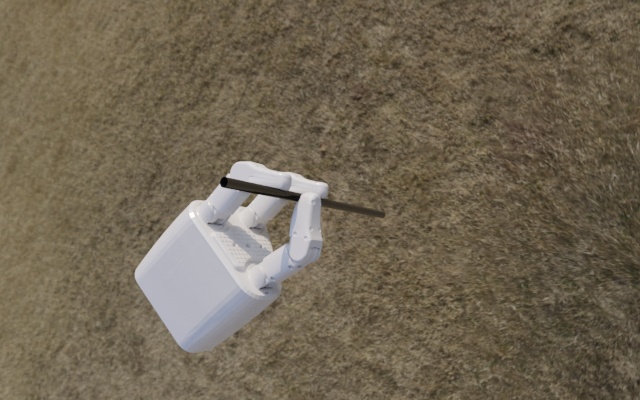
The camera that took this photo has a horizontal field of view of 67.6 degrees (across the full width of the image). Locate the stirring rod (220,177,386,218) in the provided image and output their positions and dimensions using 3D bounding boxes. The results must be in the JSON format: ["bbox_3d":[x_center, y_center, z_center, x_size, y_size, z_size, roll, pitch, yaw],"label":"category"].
[{"bbox_3d":[0.000,0.002,0.439,0.011,0.011,0.239,0,-7,36],"label":"stirring rod"}]
